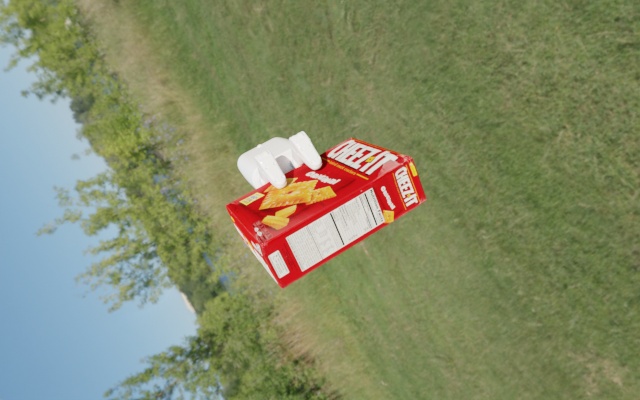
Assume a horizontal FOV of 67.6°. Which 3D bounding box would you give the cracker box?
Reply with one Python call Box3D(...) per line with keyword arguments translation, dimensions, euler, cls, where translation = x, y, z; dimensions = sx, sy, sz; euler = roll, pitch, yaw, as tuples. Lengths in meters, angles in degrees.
Box3D(translation=(0.000, 0.002, 0.623), dimensions=(0.213, 0.072, 0.164), euler=(-30, 26, -14), cls="cracker box")
